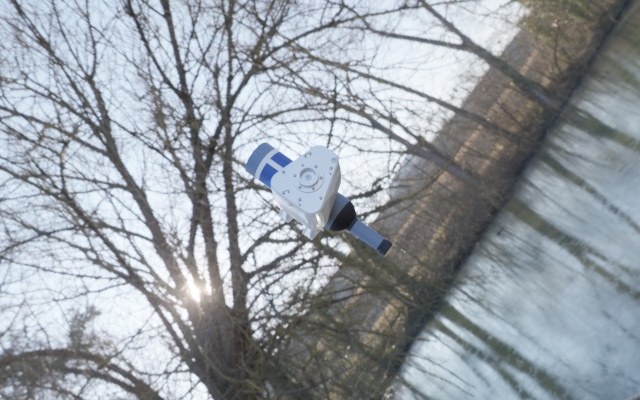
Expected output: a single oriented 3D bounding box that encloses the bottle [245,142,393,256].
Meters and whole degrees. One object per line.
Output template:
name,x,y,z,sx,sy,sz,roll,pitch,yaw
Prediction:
bottle,0.000,0.003,0.856,0.295,0.069,0.069,35,7,10
